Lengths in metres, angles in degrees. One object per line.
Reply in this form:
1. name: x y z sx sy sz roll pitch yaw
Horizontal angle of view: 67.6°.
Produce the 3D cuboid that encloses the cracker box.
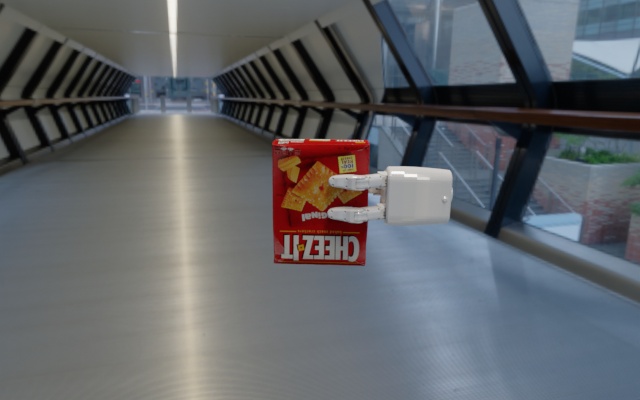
1. cracker box: 0.000 0.002 0.828 0.164 0.214 0.072 1 13 2
